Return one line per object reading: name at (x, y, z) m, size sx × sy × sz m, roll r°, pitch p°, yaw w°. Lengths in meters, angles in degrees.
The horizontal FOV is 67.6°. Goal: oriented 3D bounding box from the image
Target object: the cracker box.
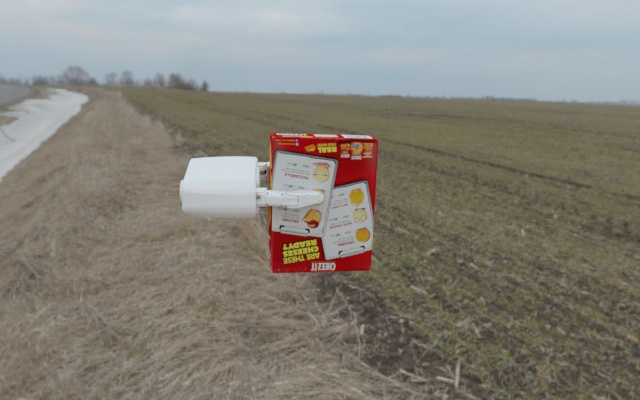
cracker box at (0.000, 0.002, 0.761) m, size 0.164 × 0.214 × 0.072 m, roll 0°, pitch 13°, yaw -9°
